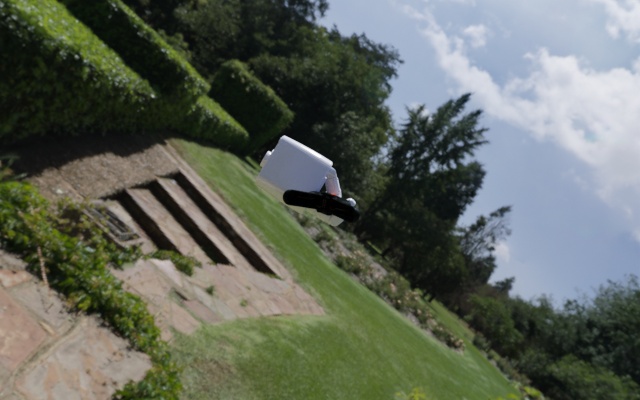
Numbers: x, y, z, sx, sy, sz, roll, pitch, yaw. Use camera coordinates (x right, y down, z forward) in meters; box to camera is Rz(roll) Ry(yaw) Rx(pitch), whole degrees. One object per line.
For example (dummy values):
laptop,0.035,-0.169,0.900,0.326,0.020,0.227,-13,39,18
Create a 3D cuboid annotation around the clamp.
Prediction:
clamp,0.000,0.002,0.791,0.120,0.039,0.171,21,2,-2
